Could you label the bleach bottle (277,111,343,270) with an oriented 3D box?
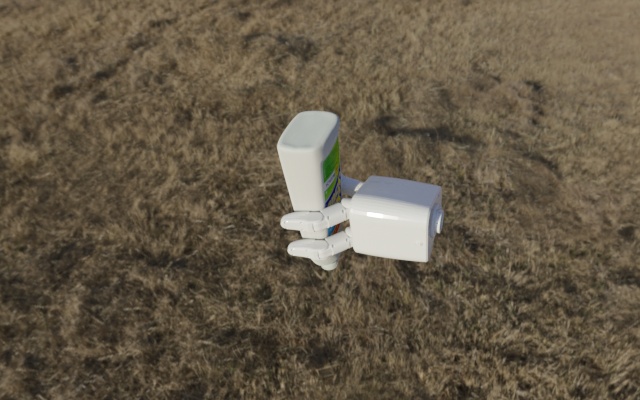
[{"bbox_3d":[0.000,0.002,0.702,0.068,0.251,0.102,8,43,21],"label":"bleach bottle"}]
